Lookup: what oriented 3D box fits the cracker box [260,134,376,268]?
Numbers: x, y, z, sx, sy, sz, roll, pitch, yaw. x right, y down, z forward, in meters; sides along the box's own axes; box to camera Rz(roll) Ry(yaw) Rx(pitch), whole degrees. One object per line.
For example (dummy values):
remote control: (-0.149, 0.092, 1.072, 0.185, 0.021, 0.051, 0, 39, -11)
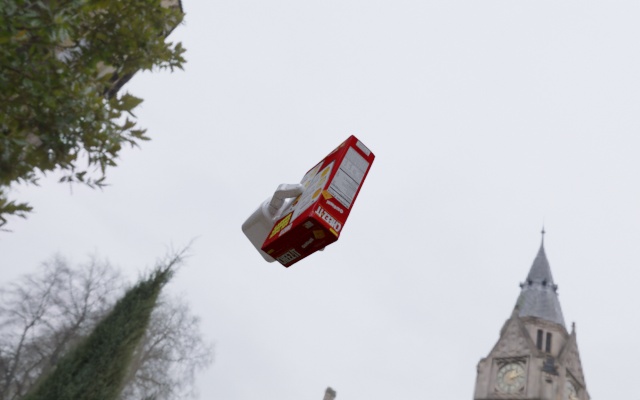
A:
cracker box: (0.000, 0.003, 0.859, 0.072, 0.213, 0.164, 39, -41, -14)
